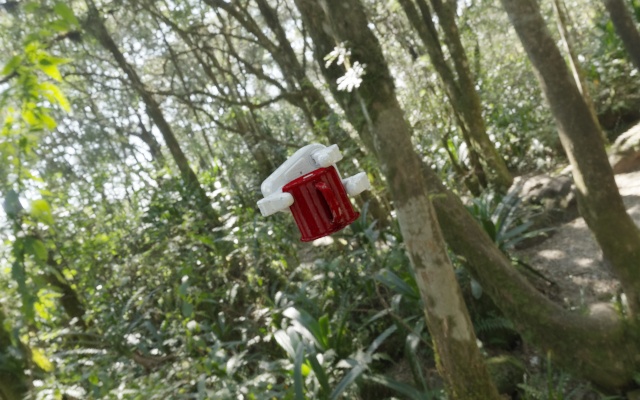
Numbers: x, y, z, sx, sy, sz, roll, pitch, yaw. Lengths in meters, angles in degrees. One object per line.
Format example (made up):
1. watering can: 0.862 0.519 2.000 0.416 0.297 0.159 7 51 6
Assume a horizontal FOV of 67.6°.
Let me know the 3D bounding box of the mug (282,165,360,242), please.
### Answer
1. mug: 0.000 0.002 0.659 0.093 0.081 0.117 -26 8 -11
